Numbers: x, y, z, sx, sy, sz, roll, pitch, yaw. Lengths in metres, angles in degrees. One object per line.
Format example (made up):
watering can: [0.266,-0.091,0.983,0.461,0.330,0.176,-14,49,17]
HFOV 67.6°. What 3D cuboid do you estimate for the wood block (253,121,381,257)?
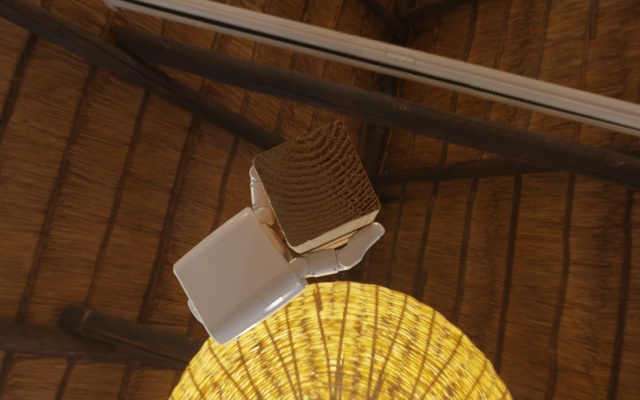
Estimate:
wood block: [0.000,0.002,0.517,0.090,0.091,0.206,-24,-9,-2]
